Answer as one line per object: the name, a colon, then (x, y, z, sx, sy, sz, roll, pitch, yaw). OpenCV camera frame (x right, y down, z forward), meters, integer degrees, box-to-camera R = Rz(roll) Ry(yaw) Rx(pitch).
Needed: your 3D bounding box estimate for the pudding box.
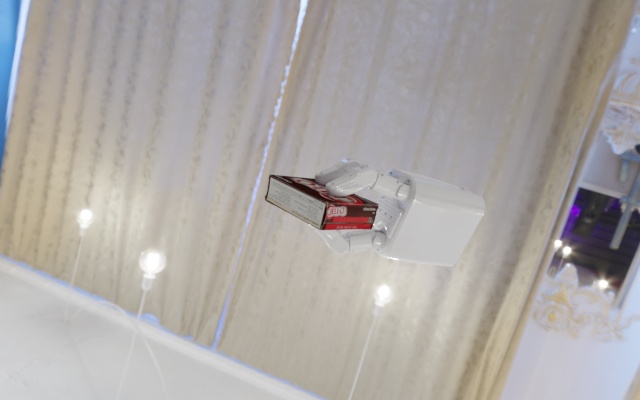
pudding box: (0.000, 0.002, 0.586, 0.090, 0.039, 0.113, 4, 14, -44)
